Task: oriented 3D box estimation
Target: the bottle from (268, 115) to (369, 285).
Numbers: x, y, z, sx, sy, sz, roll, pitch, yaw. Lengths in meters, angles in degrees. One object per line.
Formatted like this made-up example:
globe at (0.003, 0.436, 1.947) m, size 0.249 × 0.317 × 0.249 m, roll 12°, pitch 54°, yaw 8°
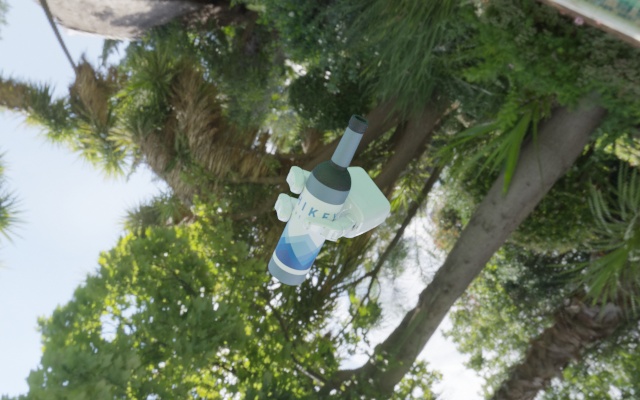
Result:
bottle at (0.000, 0.003, 0.745) m, size 0.069 × 0.296 × 0.069 m, roll 20°, pitch 27°, yaw -11°
